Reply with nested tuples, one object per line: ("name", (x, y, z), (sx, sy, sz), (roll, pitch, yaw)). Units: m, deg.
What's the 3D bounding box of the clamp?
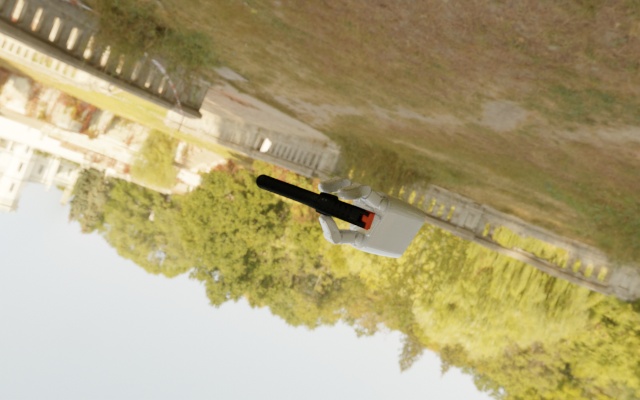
("clamp", (0.000, 0.004, 0.787), (0.164, 0.036, 0.210), (15, 5, -38))
